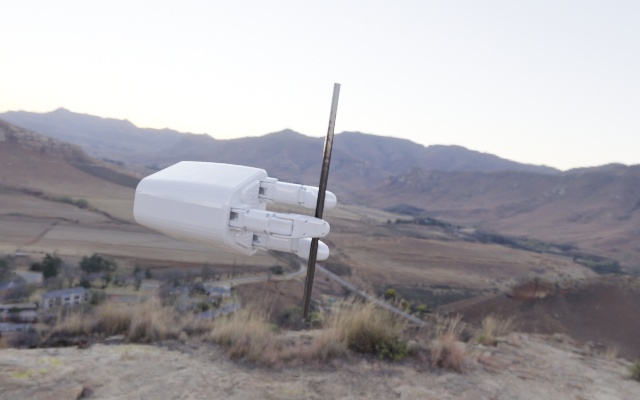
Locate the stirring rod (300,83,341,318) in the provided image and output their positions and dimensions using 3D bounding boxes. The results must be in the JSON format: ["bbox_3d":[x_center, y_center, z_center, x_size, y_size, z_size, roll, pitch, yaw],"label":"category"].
[{"bbox_3d":[0.000,0.002,0.486,0.011,0.239,0.011,8,3,0],"label":"stirring rod"}]
